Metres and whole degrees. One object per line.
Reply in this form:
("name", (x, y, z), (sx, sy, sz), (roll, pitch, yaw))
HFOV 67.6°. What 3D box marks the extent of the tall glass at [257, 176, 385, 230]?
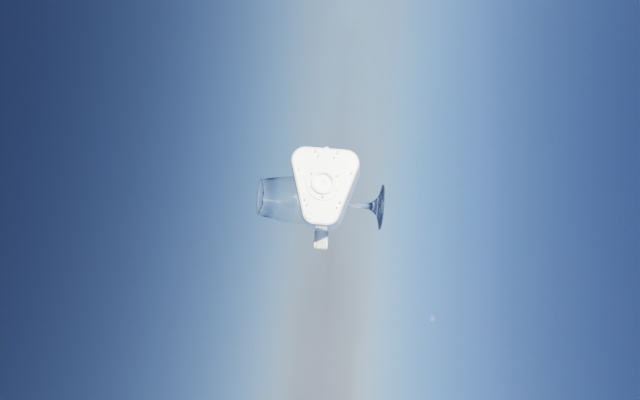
("tall glass", (0.001, 0.003, 0.778), (0.201, 0.079, 0.079), (5, 0, 2))
